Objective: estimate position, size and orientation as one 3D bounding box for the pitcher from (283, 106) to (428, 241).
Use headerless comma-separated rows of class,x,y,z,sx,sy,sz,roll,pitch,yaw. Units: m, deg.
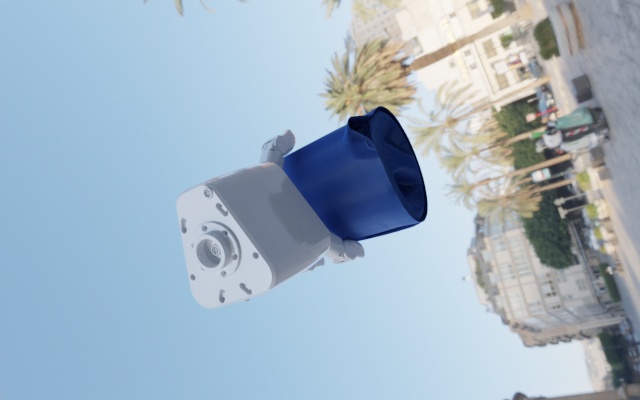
pitcher,0.000,0.002,0.574,0.243,0.149,0.145,-21,4,27
